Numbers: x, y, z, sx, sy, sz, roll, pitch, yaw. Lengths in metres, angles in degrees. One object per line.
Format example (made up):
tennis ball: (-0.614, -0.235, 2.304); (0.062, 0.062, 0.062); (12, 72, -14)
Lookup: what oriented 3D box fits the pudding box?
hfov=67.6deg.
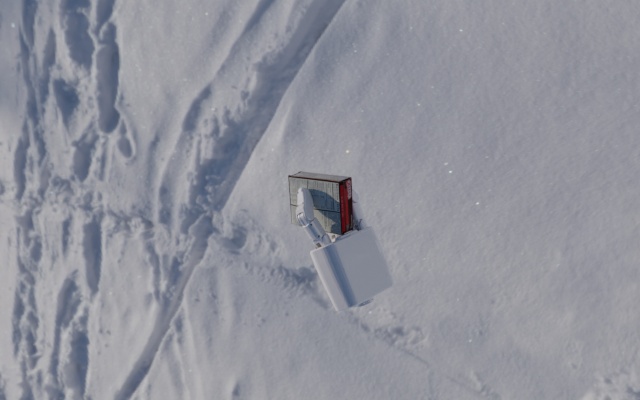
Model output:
pudding box: (0.000, 0.003, 0.788); (0.113, 0.090, 0.039); (9, 18, 36)
